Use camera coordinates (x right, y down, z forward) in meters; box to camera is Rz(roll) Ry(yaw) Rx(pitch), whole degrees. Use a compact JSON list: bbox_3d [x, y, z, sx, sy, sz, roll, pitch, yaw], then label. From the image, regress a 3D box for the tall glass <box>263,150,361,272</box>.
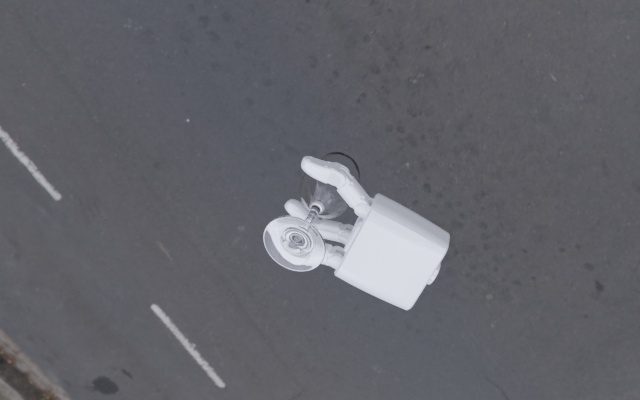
[{"bbox_3d":[0.000,0.002,0.615,0.079,0.079,0.201,0,29,20],"label":"tall glass"}]
